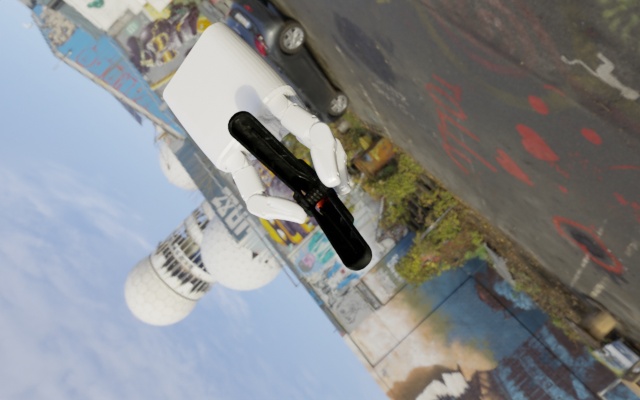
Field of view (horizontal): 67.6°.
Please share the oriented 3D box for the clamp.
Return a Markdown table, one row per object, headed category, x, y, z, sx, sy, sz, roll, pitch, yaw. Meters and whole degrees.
| category | x | y | z | sx | sy | sz | roll | pitch | yaw |
| --- | --- | --- | --- | --- | --- | --- | --- | --- | --- |
| clamp | -0.001 | 0.002 | 0.469 | 0.036 | 0.164 | 0.210 | -41 | -14 | 5 |
